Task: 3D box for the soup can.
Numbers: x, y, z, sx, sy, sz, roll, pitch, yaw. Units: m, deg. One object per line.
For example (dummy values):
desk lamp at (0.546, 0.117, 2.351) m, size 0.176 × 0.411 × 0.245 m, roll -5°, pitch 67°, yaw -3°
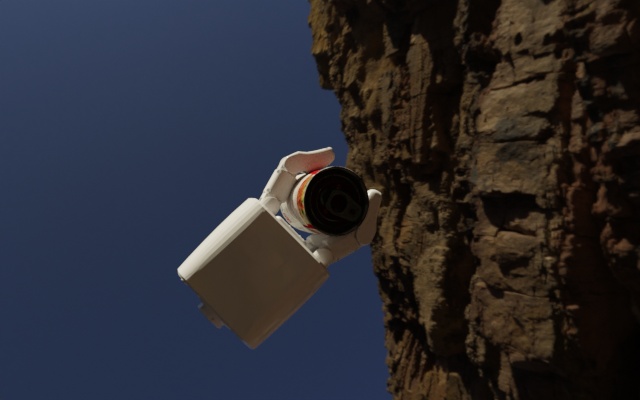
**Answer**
soup can at (0.000, 0.001, 0.508) m, size 0.068 × 0.068 × 0.102 m, roll 0°, pitch -1°, yaw -19°
